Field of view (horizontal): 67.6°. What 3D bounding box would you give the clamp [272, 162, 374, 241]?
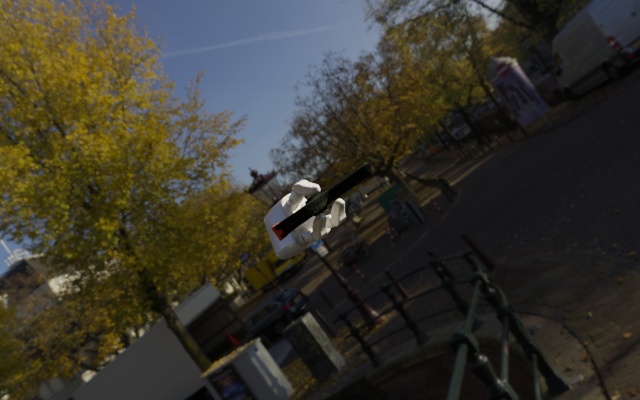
[{"bbox_3d":[-0.001,0.003,0.887,0.210,0.036,0.165,-36,-1,-36],"label":"clamp"}]
